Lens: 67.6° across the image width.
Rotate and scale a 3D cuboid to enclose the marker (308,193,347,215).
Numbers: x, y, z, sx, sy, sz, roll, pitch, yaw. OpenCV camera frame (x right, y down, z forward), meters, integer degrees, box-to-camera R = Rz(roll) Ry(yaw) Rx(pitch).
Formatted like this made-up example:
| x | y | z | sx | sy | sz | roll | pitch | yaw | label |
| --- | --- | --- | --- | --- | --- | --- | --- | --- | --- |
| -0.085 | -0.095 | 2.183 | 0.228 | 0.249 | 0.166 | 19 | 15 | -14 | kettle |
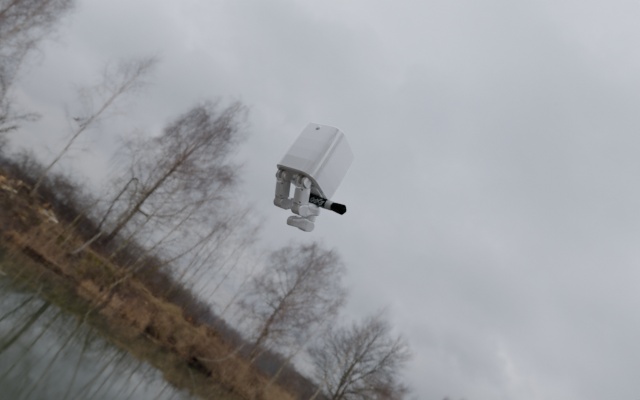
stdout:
| x | y | z | sx | sy | sz | roll | pitch | yaw | label |
| --- | --- | --- | --- | --- | --- | --- | --- | --- | --- |
| 0.000 | 0.003 | 0.848 | 0.020 | 0.020 | 0.121 | 0 | 14 | -45 | marker |
